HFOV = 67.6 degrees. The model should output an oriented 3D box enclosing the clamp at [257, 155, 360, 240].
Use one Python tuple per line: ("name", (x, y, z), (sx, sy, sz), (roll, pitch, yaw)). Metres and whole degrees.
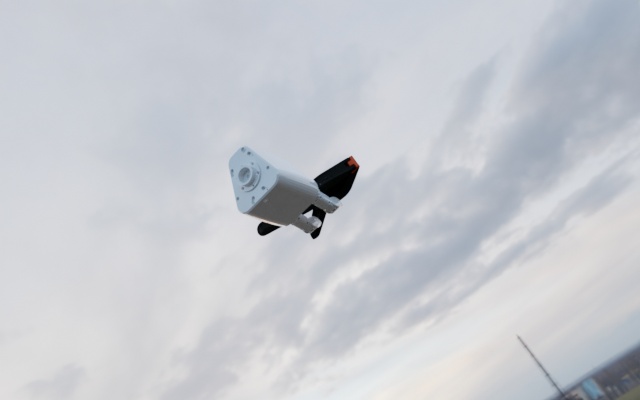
("clamp", (0.000, 0.002, 0.883), (0.210, 0.036, 0.164), (-43, -29, 18))
